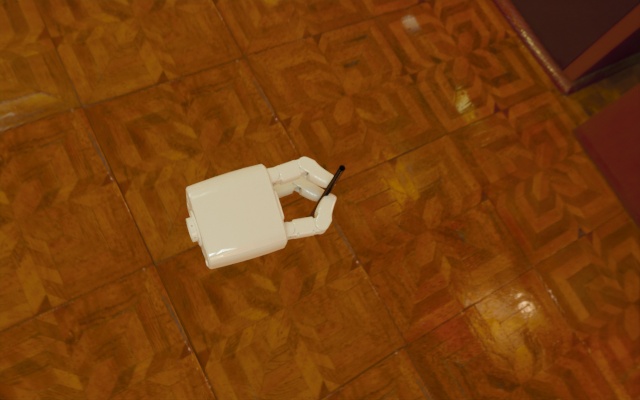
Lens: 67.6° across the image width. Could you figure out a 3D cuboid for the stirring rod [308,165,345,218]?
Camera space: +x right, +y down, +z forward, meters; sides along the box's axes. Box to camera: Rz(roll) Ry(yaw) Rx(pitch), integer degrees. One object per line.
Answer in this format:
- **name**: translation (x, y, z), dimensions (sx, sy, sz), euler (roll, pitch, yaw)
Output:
- **stirring rod**: translation (0.000, 0.002, 0.703), dimensions (0.011, 0.011, 0.240), euler (0, -21, -14)
